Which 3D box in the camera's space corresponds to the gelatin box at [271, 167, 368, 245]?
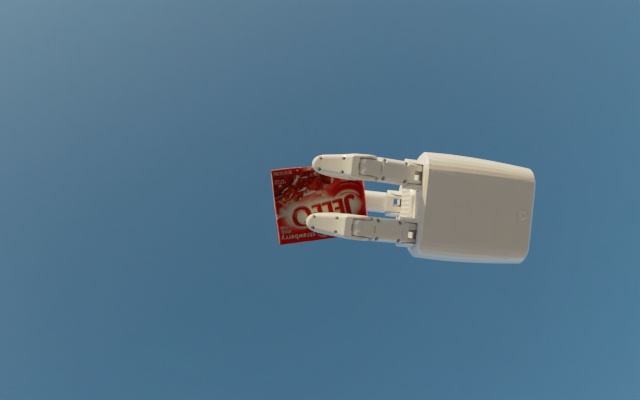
[{"bbox_3d":[0.000,0.002,0.469,0.089,0.073,0.030,-7,0,2],"label":"gelatin box"}]
